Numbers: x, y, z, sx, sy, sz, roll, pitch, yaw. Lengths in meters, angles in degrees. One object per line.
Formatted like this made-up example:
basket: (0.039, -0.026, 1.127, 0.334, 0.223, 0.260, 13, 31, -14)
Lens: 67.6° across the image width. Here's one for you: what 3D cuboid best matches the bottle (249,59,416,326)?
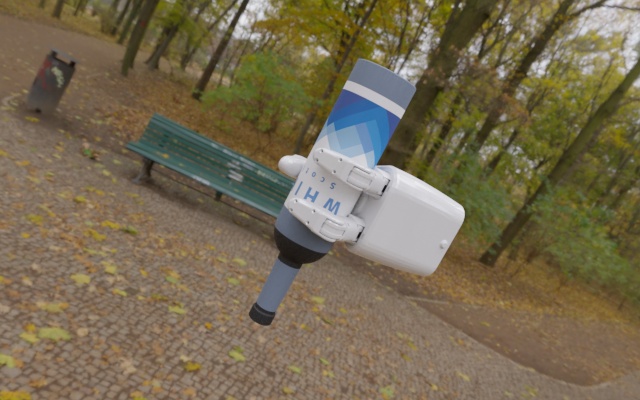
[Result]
bottle: (0.000, 0.001, 0.504, 0.069, 0.296, 0.069, 27, 9, -4)
